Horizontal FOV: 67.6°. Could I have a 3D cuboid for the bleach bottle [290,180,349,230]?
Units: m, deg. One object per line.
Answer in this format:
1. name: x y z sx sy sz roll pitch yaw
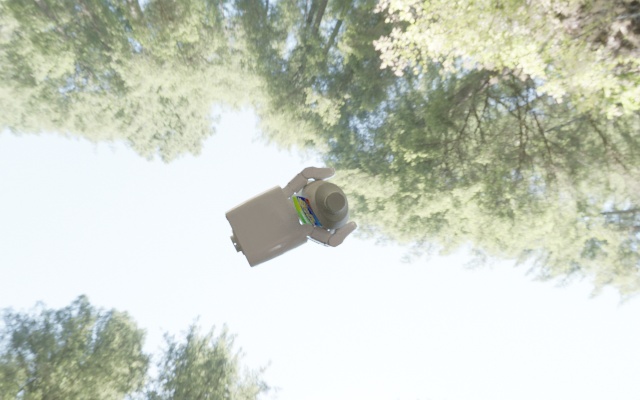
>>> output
1. bleach bottle: 0.000 0.003 0.837 0.068 0.102 0.251 -26 0 -10
